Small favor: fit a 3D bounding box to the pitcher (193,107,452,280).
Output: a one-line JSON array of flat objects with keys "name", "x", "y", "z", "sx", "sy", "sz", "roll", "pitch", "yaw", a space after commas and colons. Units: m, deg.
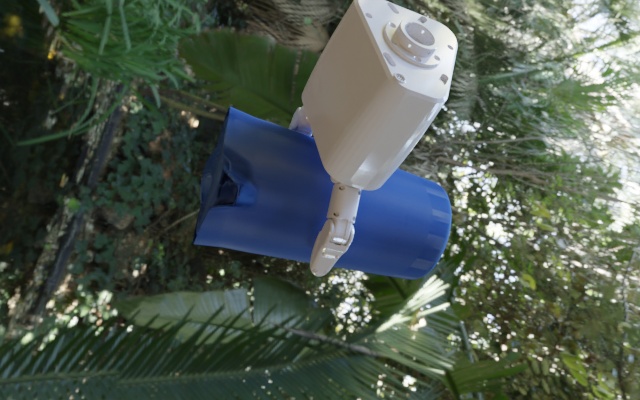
[{"name": "pitcher", "x": 0.000, "y": 0.002, "z": 0.492, "sx": 0.243, "sy": 0.149, "sz": 0.145, "roll": 15, "pitch": -39, "yaw": -16}]
